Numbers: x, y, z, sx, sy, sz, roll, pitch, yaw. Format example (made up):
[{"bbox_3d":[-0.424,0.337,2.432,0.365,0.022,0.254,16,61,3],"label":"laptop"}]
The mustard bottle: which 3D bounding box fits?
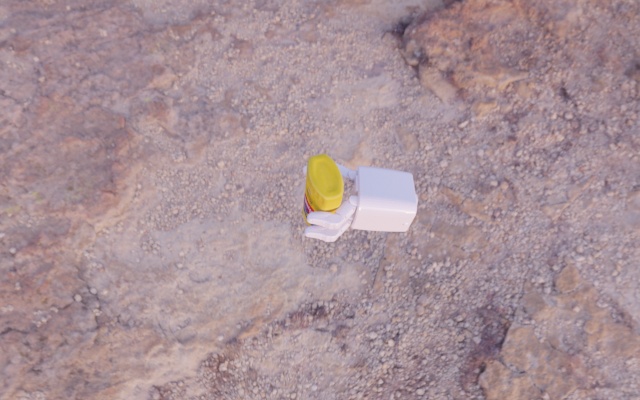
[{"bbox_3d":[0.000,0.003,0.894,0.058,0.096,0.192,-15,-26,-14],"label":"mustard bottle"}]
